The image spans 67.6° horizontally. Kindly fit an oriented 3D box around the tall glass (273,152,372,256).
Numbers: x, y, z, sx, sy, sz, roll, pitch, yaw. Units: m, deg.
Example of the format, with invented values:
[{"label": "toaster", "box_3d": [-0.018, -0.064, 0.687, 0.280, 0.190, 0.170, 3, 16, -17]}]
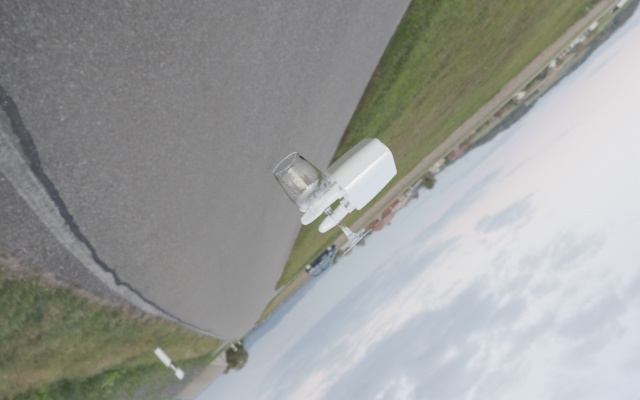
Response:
[{"label": "tall glass", "box_3d": [0.000, 0.003, 0.882, 0.079, 0.201, 0.079, -42, -6, -5]}]
